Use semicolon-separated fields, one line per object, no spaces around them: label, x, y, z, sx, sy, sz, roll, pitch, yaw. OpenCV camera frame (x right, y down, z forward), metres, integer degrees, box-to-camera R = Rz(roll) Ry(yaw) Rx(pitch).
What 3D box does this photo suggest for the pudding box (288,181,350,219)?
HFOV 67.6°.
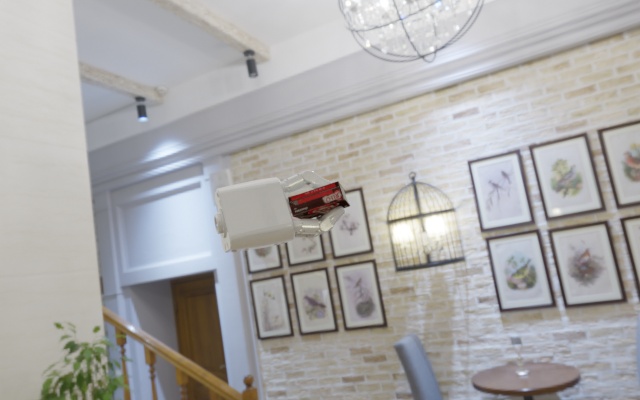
pudding box;0.000;0.003;0.825;0.090;0.039;0.113;-17;-6;7
